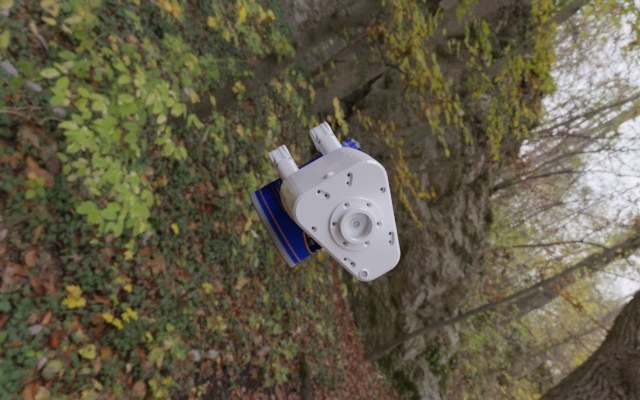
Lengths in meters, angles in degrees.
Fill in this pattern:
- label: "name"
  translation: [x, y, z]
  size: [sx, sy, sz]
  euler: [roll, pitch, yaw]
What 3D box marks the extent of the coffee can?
- label: "coffee can"
  translation: [0.000, 0.002, 0.579]
  size: [0.140, 0.103, 0.103]
  euler: [-29, 1, -3]
